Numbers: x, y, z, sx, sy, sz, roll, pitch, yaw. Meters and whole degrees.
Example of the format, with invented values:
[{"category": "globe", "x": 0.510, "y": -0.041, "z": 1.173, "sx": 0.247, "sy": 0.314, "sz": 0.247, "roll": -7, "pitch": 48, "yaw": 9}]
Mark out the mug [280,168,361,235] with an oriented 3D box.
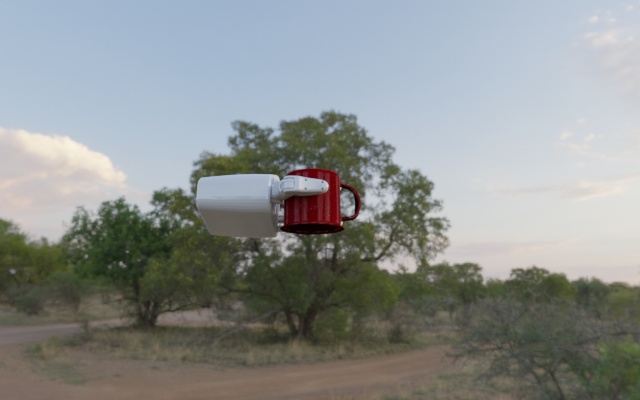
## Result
[{"category": "mug", "x": 0.002, "y": 0.002, "z": 0.693, "sx": 0.117, "sy": 0.081, "sz": 0.093, "roll": 0, "pitch": -13, "yaw": 0}]
